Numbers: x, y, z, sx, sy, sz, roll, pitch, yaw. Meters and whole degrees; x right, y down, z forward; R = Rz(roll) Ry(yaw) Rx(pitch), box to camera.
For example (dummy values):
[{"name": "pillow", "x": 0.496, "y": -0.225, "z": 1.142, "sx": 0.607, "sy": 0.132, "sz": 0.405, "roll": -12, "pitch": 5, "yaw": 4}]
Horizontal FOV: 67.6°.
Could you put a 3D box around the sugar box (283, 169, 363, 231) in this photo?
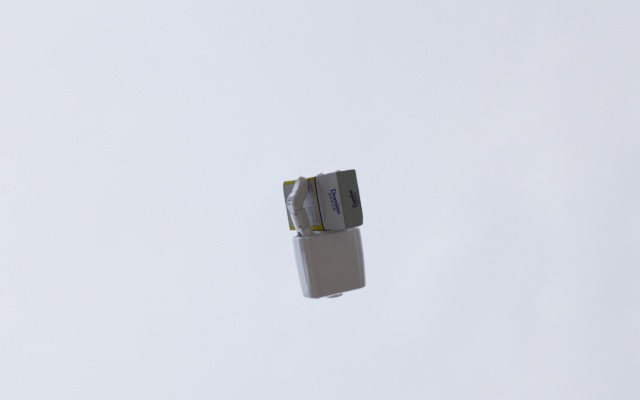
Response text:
[{"name": "sugar box", "x": 0.001, "y": 0.003, "z": 0.816, "sx": 0.048, "sy": 0.093, "sz": 0.176, "roll": -11, "pitch": 3, "yaw": -36}]
